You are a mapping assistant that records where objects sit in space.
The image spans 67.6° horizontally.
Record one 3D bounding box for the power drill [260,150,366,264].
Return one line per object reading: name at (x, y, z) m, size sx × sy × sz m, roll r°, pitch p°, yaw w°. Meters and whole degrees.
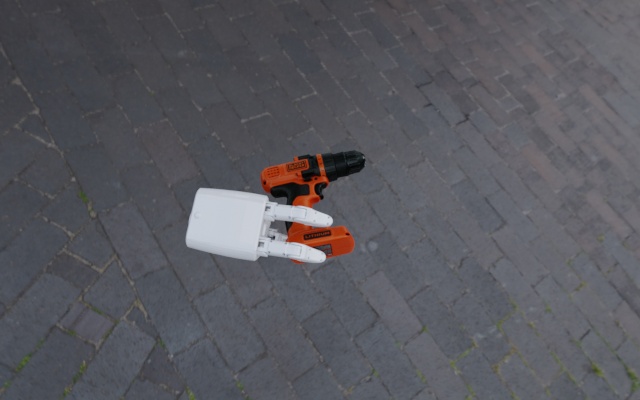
power drill at (0.000, 0.003, 0.785) m, size 0.184 × 0.187 × 0.057 m, roll -13°, pitch -37°, yaw 1°
